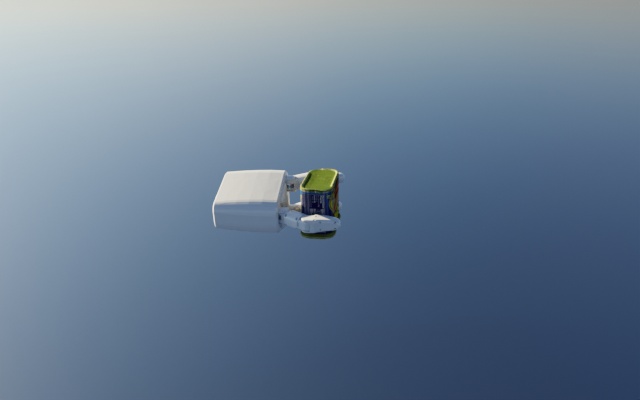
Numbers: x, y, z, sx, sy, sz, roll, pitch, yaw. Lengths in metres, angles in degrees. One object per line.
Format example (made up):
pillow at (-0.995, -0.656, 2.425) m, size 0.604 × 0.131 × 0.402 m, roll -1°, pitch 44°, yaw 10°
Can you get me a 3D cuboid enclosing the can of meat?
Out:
can of meat at (0.000, 0.002, 0.780) m, size 0.057 × 0.084 × 0.102 m, roll 3°, pitch 24°, yaw 9°
